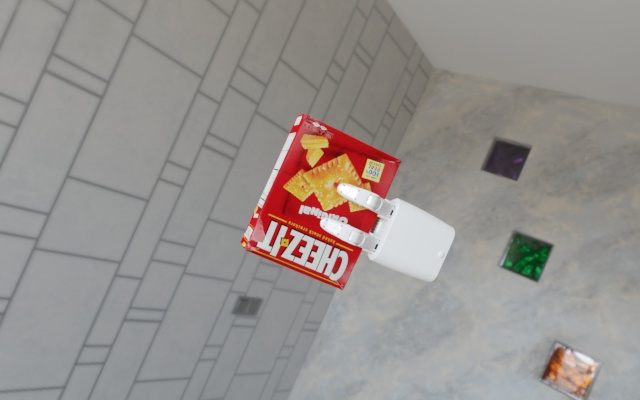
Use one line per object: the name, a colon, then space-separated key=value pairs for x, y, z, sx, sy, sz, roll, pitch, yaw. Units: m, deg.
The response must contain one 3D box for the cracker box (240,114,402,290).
cracker box: x=0.000 y=0.002 z=0.711 sx=0.164 sy=0.213 sz=0.072 roll=24 pitch=-1 yaw=-14
